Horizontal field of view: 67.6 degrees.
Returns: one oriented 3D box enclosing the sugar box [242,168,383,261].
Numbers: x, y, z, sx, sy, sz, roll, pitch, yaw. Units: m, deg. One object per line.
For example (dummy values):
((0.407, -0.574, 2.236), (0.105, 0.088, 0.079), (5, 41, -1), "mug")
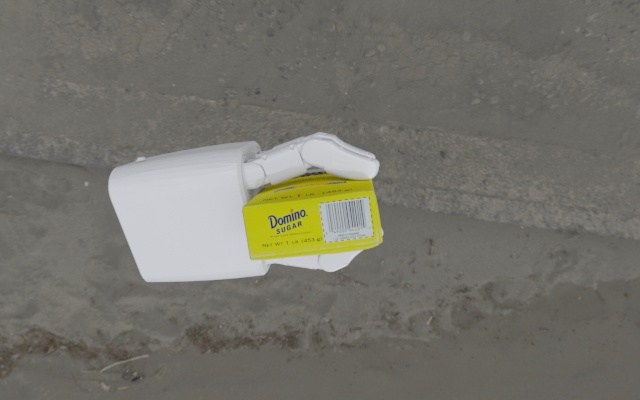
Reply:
((0.000, 0.001, 0.405), (0.093, 0.048, 0.176), (-6, 12, 5), "sugar box")
